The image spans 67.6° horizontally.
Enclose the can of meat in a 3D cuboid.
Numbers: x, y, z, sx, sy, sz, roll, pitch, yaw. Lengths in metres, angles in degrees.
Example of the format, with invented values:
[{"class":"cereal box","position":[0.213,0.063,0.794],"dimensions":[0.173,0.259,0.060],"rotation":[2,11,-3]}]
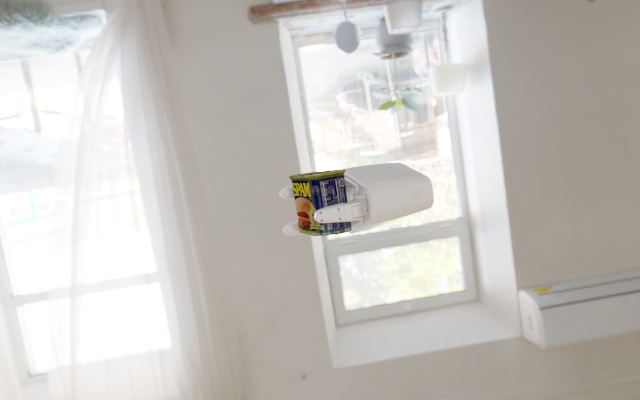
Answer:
[{"class":"can of meat","position":[0.000,0.003,0.664],"dimensions":[0.057,0.084,0.102],"rotation":[-11,6,-22]}]
